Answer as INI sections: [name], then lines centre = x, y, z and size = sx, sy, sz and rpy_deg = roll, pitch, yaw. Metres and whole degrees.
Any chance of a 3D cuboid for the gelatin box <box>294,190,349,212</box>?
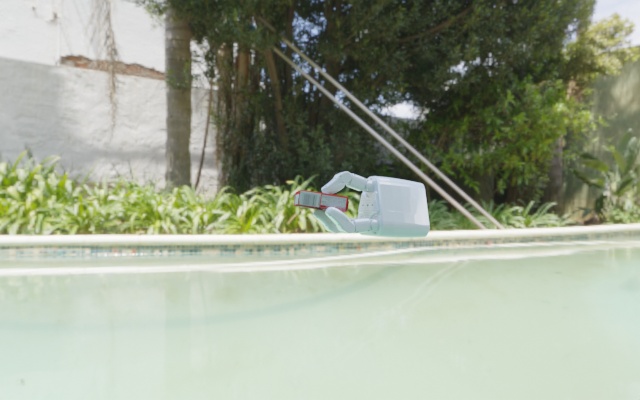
[gelatin box]
centre = 0.000, 0.002, 0.859
size = 0.089, 0.030, 0.073
rpy_deg = 8, -3, -9
